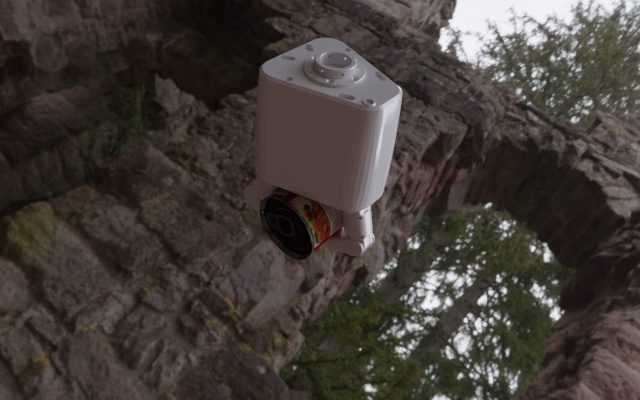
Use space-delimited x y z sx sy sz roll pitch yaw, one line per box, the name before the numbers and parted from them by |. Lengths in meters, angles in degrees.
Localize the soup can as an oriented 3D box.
soup can | 0.000 0.002 0.469 0.068 0.068 0.102 0 30 49
